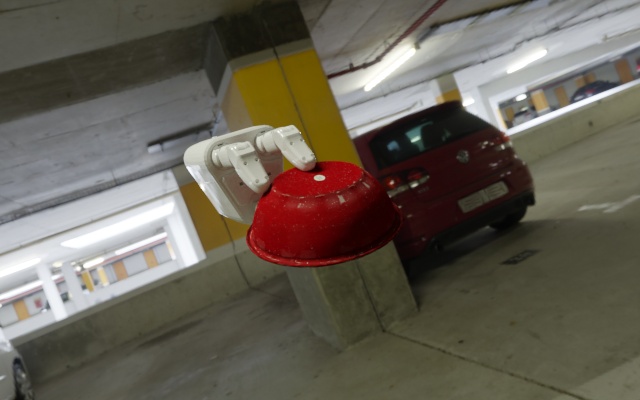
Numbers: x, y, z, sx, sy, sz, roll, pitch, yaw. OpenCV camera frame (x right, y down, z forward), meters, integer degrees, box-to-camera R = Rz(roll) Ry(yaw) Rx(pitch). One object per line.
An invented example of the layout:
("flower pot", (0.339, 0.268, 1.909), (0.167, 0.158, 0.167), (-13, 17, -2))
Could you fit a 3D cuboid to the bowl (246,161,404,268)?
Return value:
("bowl", (0.001, 0.001, 0.479), (0.162, 0.055, 0.162), (-7, 24, 3))
